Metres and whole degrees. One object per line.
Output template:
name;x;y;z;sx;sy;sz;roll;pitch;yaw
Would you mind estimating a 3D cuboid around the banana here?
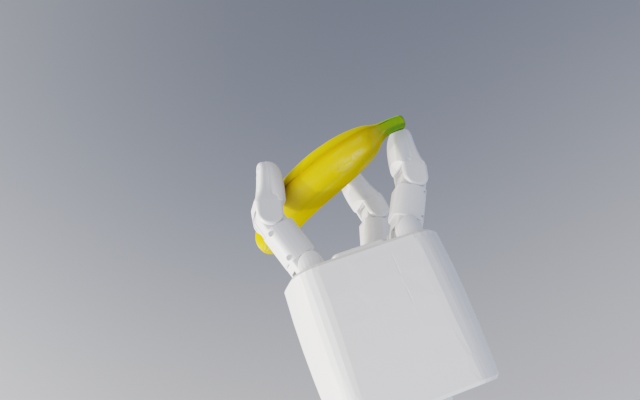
banana;-0.011;-0.001;0.406;0.069;0.037;0.198;1;-33;-46
